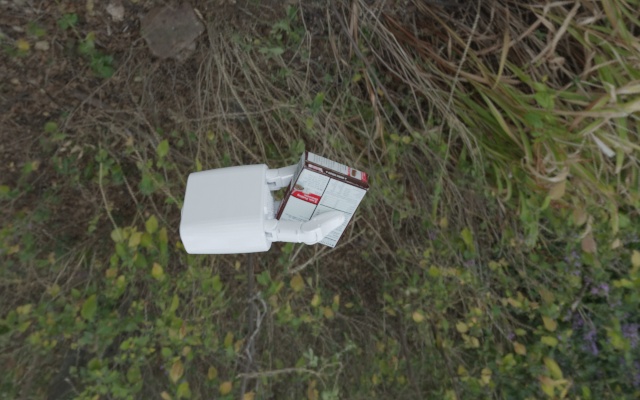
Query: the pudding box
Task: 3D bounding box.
[{"bbox_3d":[0.000,0.002,0.619,0.090,0.114,0.039,19,37,-12],"label":"pudding box"}]
